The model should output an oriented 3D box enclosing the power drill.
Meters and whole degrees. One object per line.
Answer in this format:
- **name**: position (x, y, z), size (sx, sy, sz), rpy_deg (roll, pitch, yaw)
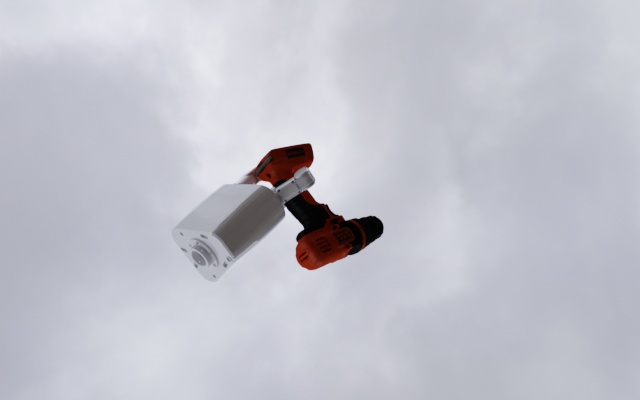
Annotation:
- **power drill**: position (0.000, 0.002, 0.718), size (0.184, 0.187, 0.057), rpy_deg (-17, -23, -50)
